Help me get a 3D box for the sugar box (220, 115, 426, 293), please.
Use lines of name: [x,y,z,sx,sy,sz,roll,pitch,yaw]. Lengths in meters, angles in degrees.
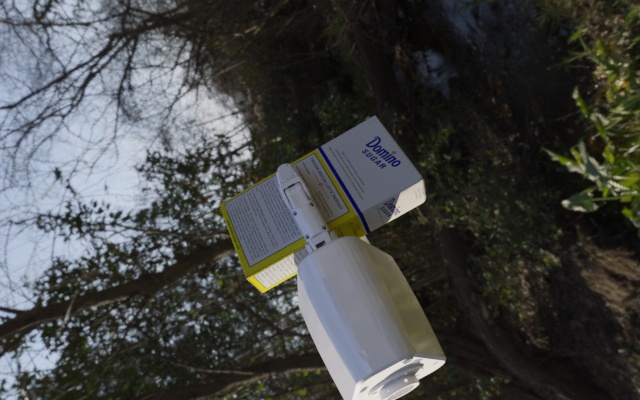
sugar box: [0.000,0.002,0.450,0.176,0.093,0.048,-27,-35,-1]
